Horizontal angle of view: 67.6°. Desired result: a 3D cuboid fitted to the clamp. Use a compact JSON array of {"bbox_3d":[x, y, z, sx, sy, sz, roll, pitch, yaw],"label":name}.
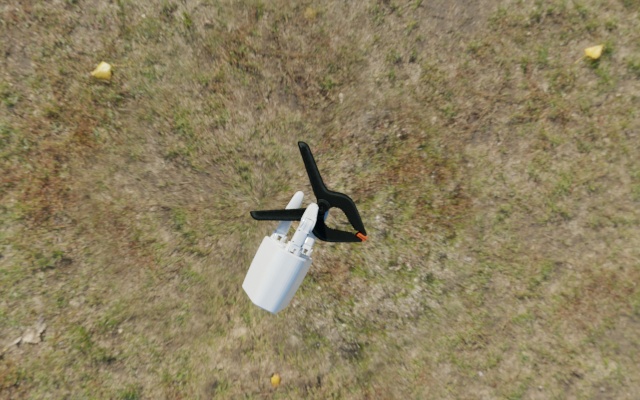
[{"bbox_3d":[0.001,0.003,0.865,0.210,0.164,0.036,28,1,-6],"label":"clamp"}]
